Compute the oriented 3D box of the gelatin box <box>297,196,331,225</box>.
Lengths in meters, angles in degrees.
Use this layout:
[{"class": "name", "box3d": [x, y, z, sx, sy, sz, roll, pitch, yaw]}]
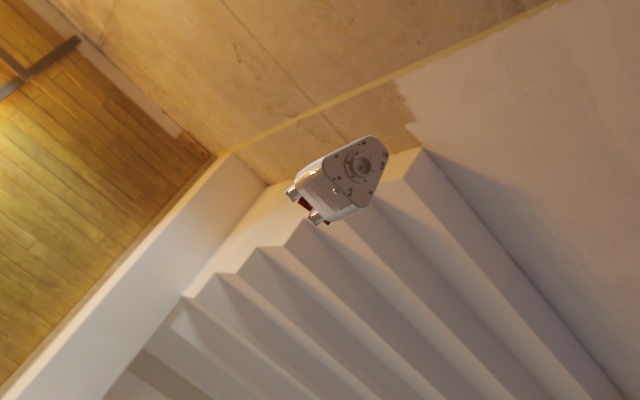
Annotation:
[{"class": "gelatin box", "box3d": [0.000, 0.003, 0.856, 0.073, 0.030, 0.089, 36, -21, 2]}]
